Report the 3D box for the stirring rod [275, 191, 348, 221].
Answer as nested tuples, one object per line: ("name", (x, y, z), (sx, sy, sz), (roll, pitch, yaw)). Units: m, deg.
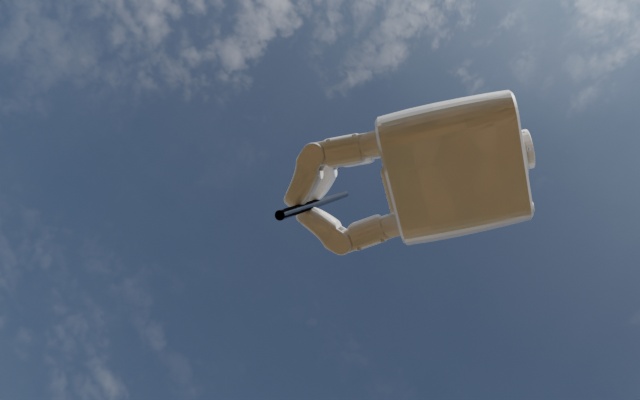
("stirring rod", (0.000, 0.002, 0.473), (0.011, 0.011, 0.239), (0, 5, 15))
